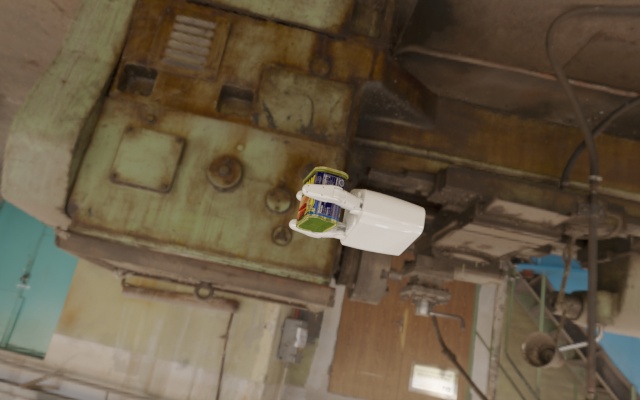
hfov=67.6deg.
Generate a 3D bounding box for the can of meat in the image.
[{"bbox_3d":[0.000,0.003,0.778,0.057,0.084,0.102,15,-18,-14],"label":"can of meat"}]
